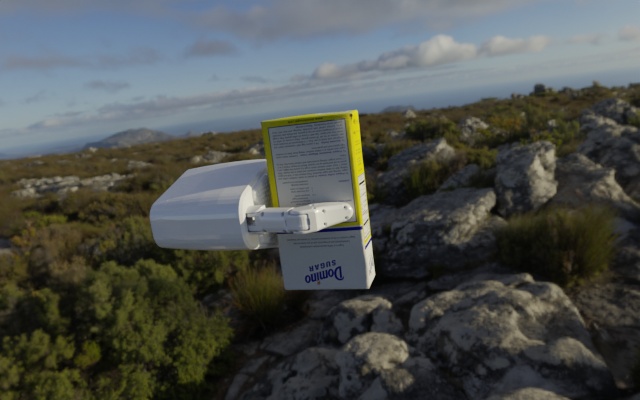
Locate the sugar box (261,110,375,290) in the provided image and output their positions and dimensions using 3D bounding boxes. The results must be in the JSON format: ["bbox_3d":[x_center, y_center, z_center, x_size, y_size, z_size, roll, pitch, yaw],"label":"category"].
[{"bbox_3d":[0.000,0.001,0.487,0.093,0.176,0.048,-3,13,17],"label":"sugar box"}]
